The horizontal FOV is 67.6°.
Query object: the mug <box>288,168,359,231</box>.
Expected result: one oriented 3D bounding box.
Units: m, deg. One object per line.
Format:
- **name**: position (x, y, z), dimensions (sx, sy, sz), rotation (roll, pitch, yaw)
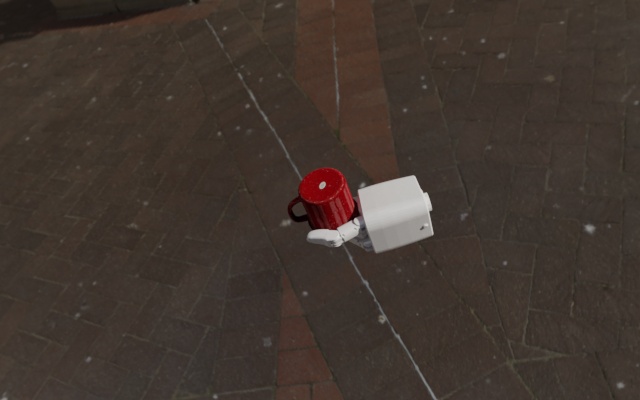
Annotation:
- **mug**: position (-0.001, 0.003, 0.810), dimensions (0.117, 0.093, 0.082), rotation (-18, -44, 6)
